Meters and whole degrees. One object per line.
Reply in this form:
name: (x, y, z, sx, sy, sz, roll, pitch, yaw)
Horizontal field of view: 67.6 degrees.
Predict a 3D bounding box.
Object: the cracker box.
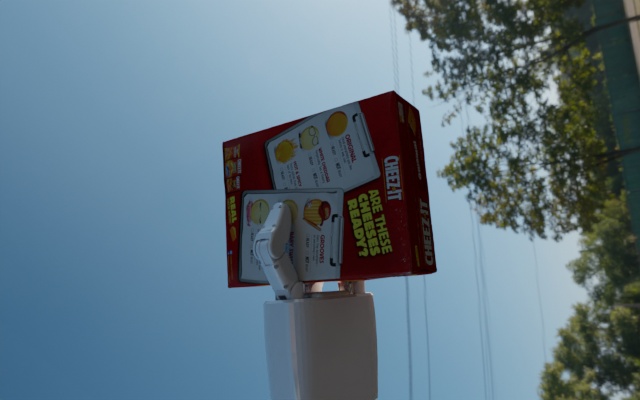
cracker box: (0.000, 0.002, 0.487, 0.214, 0.164, 0.072, -10, -12, 32)
